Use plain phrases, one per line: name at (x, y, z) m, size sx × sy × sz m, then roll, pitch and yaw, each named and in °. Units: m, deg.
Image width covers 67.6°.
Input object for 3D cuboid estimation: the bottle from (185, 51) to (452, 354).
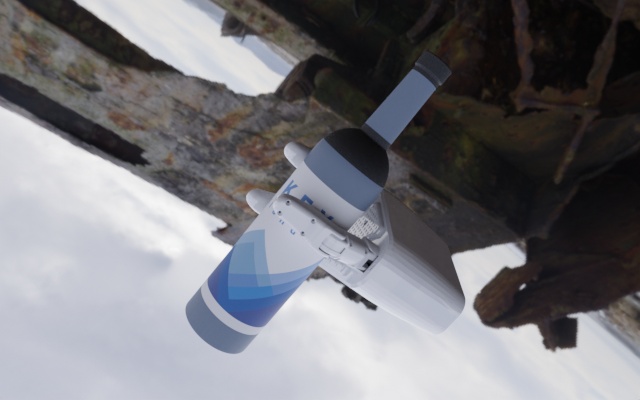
bottle at (0.000, 0.001, 0.402) m, size 0.069 × 0.296 × 0.069 m, roll 39°, pitch 10°, yaw -8°
